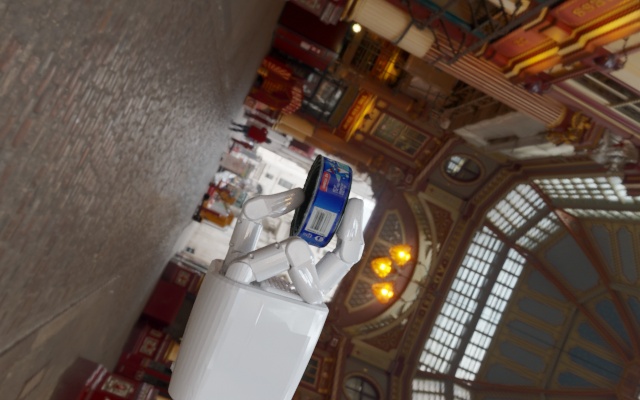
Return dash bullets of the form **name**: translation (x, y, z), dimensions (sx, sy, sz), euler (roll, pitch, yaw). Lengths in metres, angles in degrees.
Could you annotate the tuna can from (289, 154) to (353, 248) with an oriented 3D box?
- **tuna can**: translation (0.001, 0.002, 0.457), dimensions (0.034, 0.086, 0.086), euler (19, -3, -9)
